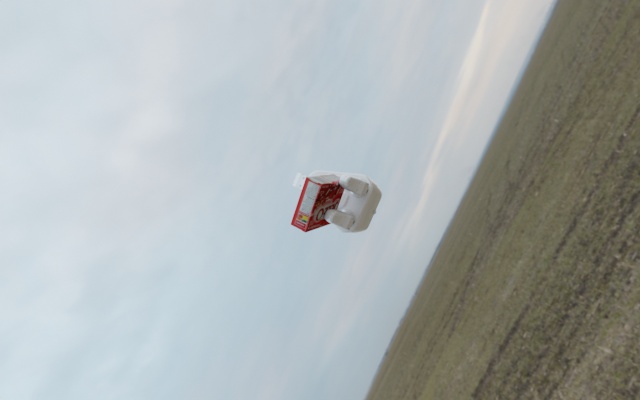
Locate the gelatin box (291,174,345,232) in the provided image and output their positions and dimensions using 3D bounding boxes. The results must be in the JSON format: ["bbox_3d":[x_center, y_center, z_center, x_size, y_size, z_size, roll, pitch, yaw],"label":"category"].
[{"bbox_3d":[0.000,0.002,0.686,0.030,0.073,0.089,26,16,23],"label":"gelatin box"}]
